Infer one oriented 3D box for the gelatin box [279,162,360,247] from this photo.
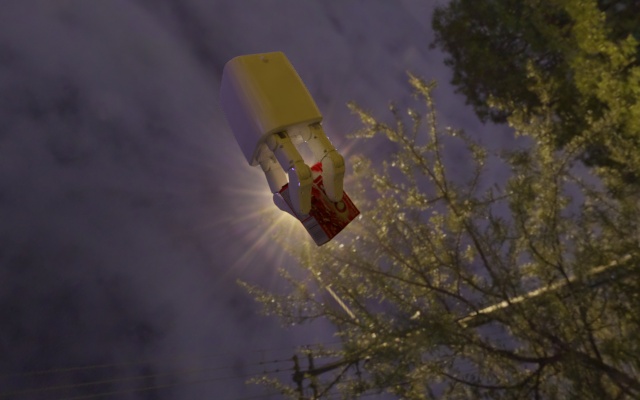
[{"bbox_3d":[0.000,0.002,0.610,0.030,0.089,0.073,-33,4,45],"label":"gelatin box"}]
